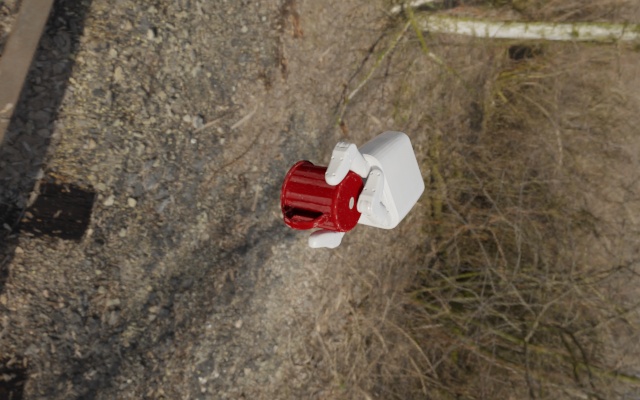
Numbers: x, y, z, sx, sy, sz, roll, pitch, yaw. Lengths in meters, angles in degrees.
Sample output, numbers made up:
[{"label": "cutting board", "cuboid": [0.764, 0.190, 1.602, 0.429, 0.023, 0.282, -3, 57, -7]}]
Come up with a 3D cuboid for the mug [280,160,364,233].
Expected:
[{"label": "mug", "cuboid": [-0.001, 0.003, 0.627, 0.081, 0.093, 0.117, 11, 33, 32]}]
